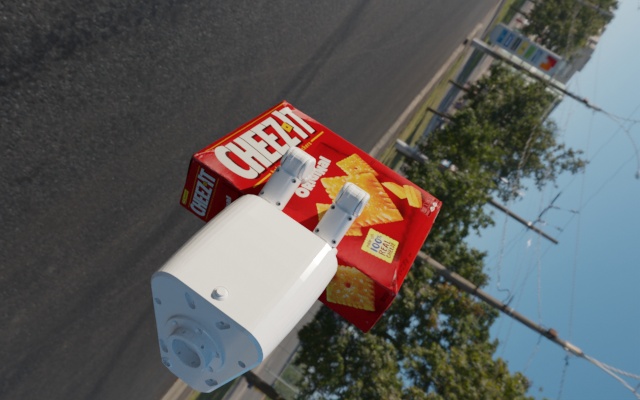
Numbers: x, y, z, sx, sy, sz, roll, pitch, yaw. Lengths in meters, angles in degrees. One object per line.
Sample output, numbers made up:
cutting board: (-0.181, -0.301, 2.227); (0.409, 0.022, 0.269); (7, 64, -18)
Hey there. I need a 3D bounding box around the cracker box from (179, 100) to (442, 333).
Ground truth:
cracker box: (0.000, 0.002, 0.476); (0.213, 0.072, 0.164); (34, 39, 8)
